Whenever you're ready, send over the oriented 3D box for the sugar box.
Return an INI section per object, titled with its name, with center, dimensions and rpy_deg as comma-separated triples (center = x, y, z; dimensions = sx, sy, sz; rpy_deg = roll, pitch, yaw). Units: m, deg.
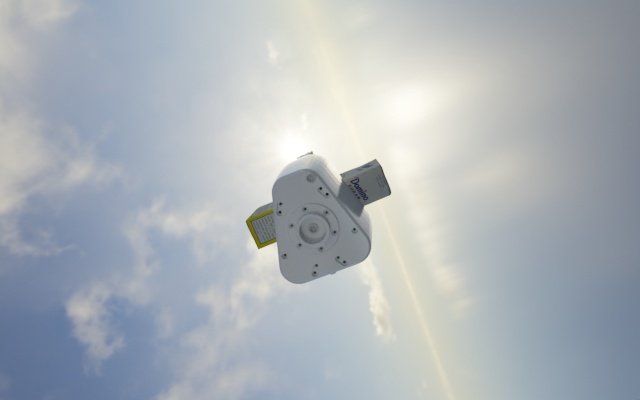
[sugar box]
center = 0.000, 0.003, 0.608
dimensions = 0.176, 0.048, 0.093
rpy_deg = -20, 8, 7
